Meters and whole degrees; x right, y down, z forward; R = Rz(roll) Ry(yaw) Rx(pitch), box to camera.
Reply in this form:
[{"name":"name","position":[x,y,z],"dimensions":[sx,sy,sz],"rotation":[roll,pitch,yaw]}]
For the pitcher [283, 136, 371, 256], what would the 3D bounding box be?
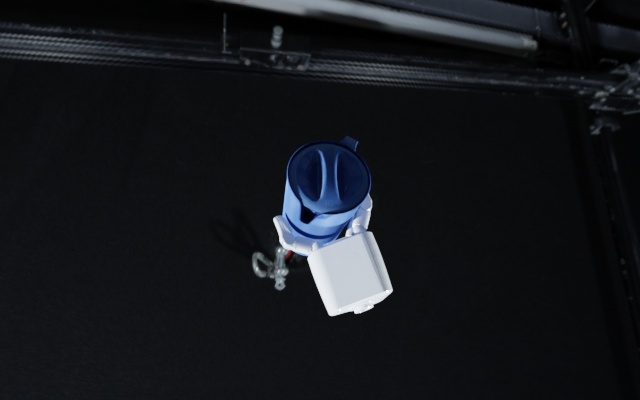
[{"name":"pitcher","position":[0.000,0.003,0.851],"dimensions":[0.149,0.145,0.243],"rotation":[-14,-22,-17]}]
